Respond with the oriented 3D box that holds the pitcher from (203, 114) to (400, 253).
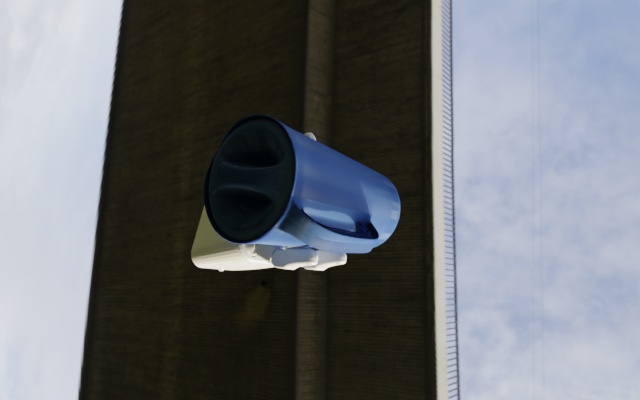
[{"bbox_3d":[0.000,0.002,0.565,0.145,0.149,0.243,-16,-19,35],"label":"pitcher"}]
